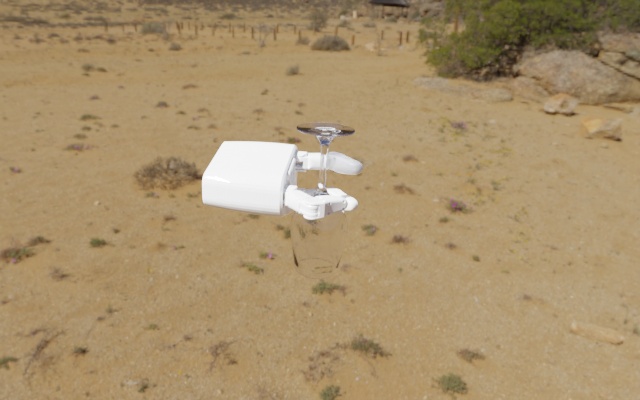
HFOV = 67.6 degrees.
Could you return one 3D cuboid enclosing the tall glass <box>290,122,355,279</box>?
[{"bbox_3d":[0.000,0.001,0.638,0.079,0.201,0.079,3,20,-1],"label":"tall glass"}]
